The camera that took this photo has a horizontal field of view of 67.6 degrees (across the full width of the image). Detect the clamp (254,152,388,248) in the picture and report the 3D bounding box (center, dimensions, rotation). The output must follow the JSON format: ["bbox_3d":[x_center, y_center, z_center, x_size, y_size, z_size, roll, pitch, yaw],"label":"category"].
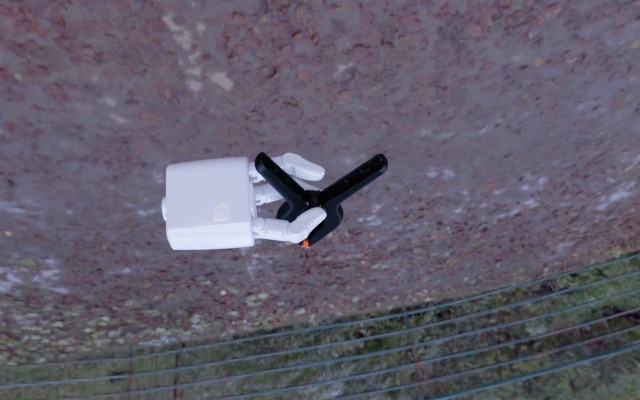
[{"bbox_3d":[0.000,0.003,0.653,0.164,0.036,0.210,-3,-34,-4],"label":"clamp"}]
